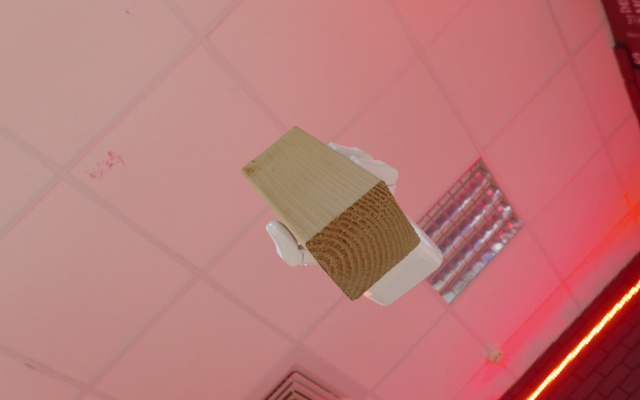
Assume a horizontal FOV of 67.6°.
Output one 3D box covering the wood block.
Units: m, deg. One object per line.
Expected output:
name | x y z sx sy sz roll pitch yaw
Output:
wood block | 0.000 0.002 0.514 0.091 0.090 0.206 -40 32 -5
